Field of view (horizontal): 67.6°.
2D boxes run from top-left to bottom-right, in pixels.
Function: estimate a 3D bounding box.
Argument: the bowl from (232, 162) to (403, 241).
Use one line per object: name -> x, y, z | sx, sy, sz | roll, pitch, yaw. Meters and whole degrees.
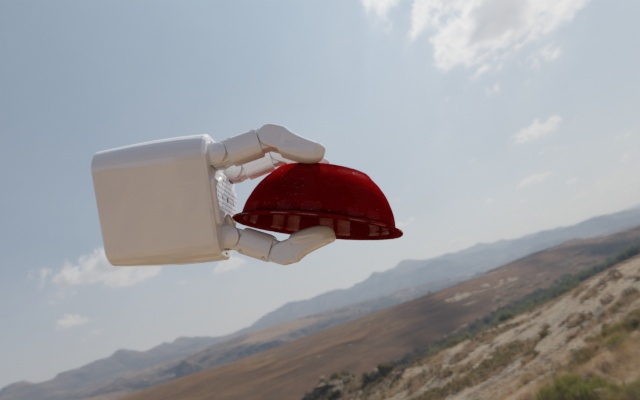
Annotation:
bowl -> 0.001, 0.001, 0.459 | 0.162, 0.055, 0.162 | 6, -10, 1
